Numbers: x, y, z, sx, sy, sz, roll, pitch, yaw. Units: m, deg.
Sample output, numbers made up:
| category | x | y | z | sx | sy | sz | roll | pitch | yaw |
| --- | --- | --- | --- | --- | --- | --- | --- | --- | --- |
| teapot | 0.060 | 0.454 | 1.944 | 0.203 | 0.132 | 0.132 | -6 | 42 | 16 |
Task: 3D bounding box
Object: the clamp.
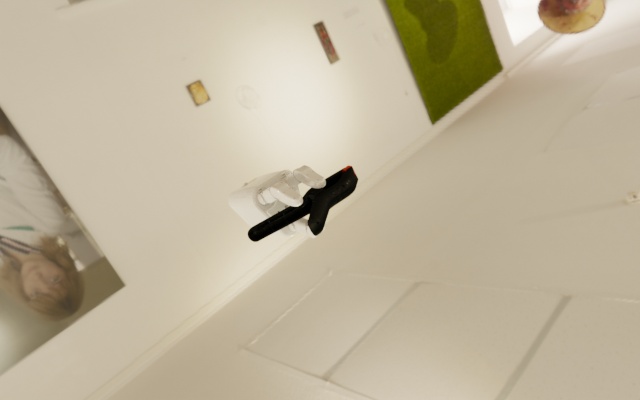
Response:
| category | x | y | z | sx | sy | sz | roll | pitch | yaw |
| --- | --- | --- | --- | --- | --- | --- | --- | --- | --- |
| clamp | 0.001 | 0.003 | 0.762 | 0.210 | 0.036 | 0.164 | -37 | 19 | -32 |
